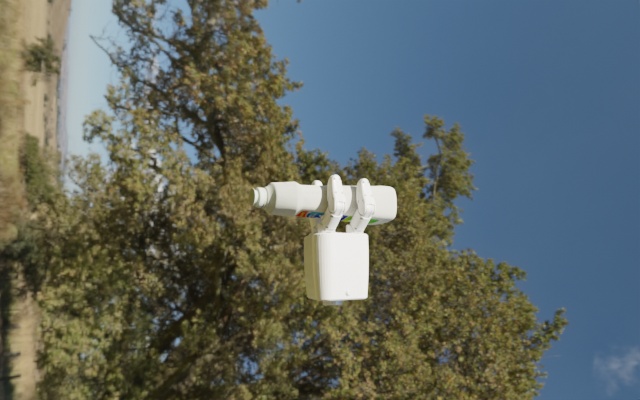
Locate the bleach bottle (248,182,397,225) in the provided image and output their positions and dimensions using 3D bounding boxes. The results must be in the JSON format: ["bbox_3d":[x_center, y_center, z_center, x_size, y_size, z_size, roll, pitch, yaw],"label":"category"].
[{"bbox_3d":[0.000,0.003,0.798,0.251,0.068,0.102,4,-9,-29],"label":"bleach bottle"}]
